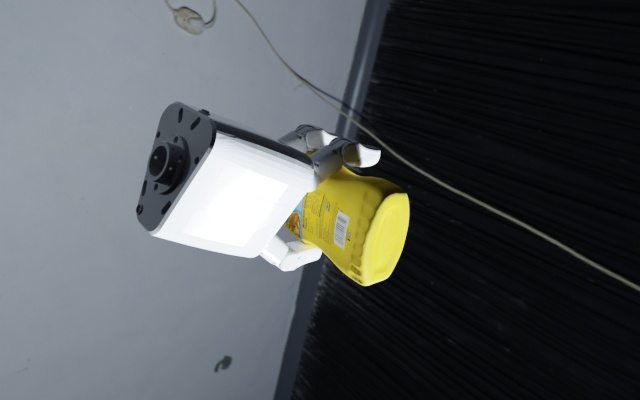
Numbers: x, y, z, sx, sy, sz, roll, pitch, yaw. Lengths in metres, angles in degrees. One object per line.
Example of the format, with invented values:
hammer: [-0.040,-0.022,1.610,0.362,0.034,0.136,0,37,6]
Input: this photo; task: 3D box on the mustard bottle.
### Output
mustard bottle: [0.000,0.002,0.490,0.058,0.096,0.191,-12,29,-38]
